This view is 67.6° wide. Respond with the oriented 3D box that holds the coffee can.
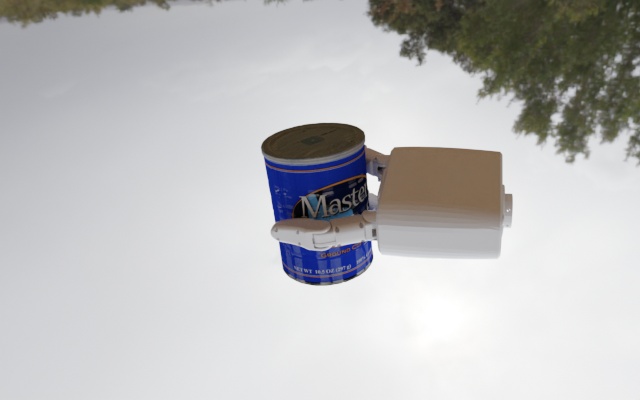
[{"bbox_3d":[0.000,0.002,0.497,0.103,0.140,0.102,-6,26,3],"label":"coffee can"}]
